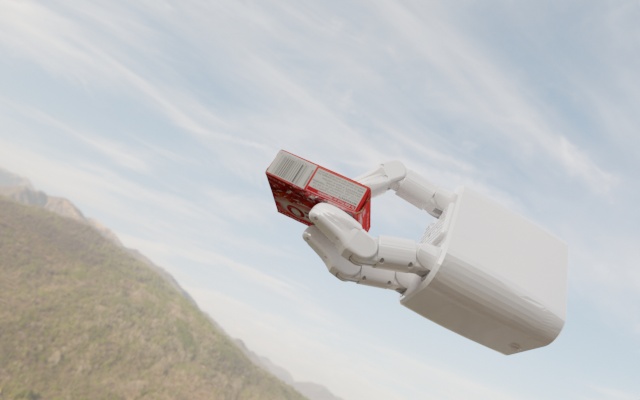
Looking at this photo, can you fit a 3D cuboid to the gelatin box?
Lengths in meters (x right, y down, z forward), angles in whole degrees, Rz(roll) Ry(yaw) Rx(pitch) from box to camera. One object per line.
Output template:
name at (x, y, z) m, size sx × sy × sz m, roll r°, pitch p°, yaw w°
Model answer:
gelatin box at (0.000, 0.001, 0.417) m, size 0.089 × 0.030 × 0.073 m, roll 25°, pitch -23°, yaw 16°
